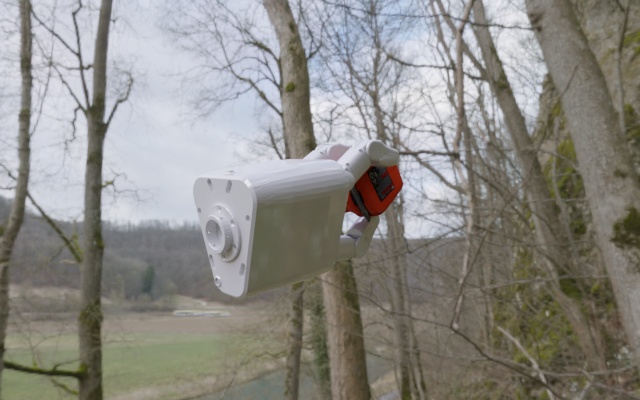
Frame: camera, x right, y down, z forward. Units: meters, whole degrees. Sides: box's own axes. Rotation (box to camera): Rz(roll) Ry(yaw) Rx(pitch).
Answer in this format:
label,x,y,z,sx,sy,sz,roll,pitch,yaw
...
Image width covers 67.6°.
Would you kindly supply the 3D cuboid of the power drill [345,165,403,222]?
label,x,y,z,sx,sy,sz,roll,pitch,yaw
power drill,0.000,0.002,0.567,0.188,0.057,0.184,-24,10,30
